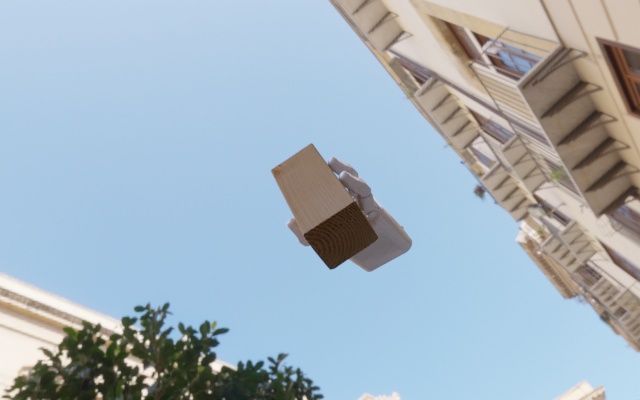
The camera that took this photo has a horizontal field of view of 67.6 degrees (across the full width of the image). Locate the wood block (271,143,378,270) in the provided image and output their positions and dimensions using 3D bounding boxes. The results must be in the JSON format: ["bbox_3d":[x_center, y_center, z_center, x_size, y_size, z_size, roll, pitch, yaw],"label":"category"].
[{"bbox_3d":[0.000,0.003,0.778,0.091,0.090,0.206,-34,36,1],"label":"wood block"}]
